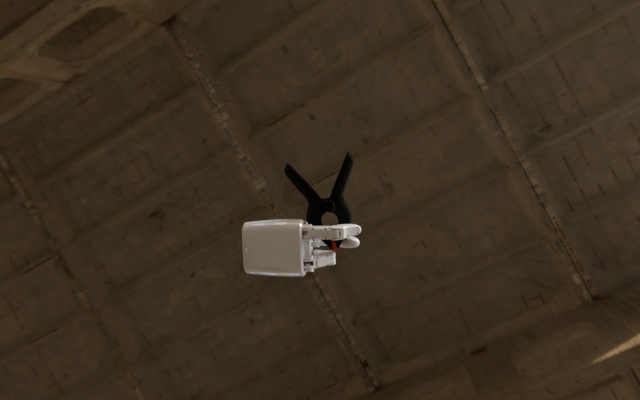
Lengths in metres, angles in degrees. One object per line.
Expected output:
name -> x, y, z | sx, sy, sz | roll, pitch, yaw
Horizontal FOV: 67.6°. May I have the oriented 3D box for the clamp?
clamp -> 0.000, 0.003, 0.836 | 0.120, 0.171, 0.039 | -1, 7, 9
